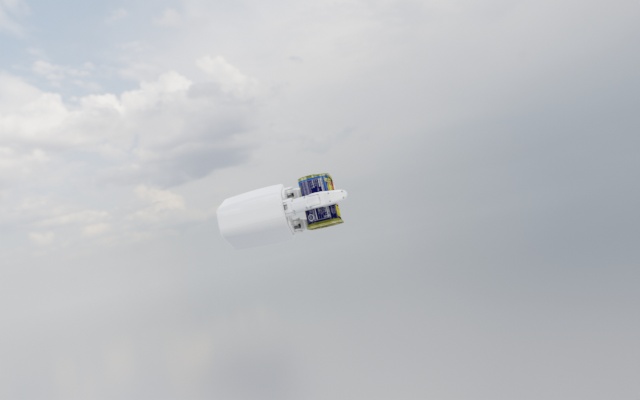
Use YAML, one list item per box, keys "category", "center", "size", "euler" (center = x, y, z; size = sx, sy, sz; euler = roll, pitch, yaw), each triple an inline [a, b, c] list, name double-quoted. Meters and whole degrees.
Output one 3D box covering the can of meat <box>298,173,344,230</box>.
- category: "can of meat"
  center: [0.000, 0.002, 0.798]
  size: [0.057, 0.084, 0.102]
  euler: [-14, -5, 5]
